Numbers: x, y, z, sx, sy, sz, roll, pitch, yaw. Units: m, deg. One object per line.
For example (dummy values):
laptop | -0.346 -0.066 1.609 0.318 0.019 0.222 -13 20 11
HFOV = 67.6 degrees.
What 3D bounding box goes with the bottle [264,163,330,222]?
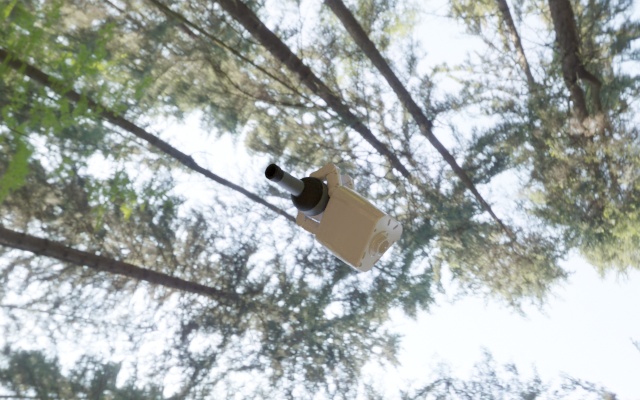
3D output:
bottle | 0.000 0.003 0.867 0.069 0.069 0.296 0 -19 34
